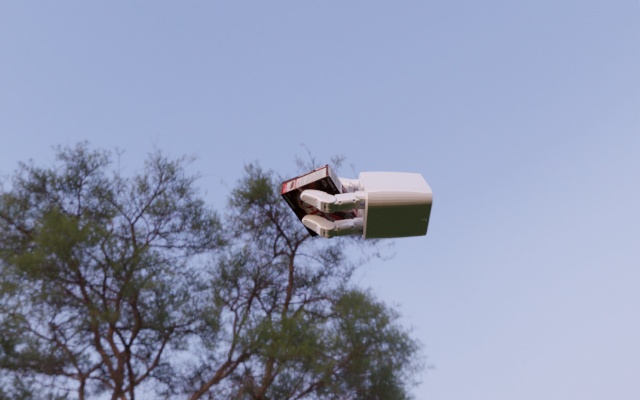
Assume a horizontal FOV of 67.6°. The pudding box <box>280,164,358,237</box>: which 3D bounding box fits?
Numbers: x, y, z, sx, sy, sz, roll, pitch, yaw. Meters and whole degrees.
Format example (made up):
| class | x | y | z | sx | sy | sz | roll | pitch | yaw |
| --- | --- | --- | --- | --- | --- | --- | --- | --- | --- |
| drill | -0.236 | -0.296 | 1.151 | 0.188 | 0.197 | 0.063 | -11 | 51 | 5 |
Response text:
| class | x | y | z | sx | sy | sz | roll | pitch | yaw |
| --- | --- | --- | --- | --- | --- | --- | --- | --- | --- |
| pudding box | 0.000 | 0.002 | 0.795 | 0.090 | 0.113 | 0.039 | -21 | 35 | 18 |
